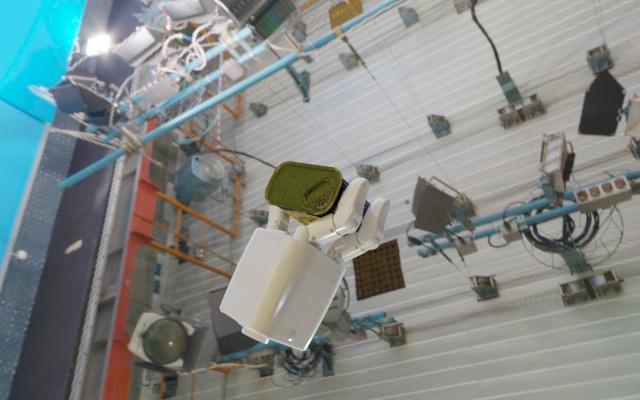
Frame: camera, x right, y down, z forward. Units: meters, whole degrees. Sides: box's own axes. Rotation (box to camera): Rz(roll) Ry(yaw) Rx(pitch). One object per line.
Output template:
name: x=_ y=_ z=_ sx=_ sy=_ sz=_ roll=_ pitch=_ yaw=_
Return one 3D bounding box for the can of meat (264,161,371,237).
can of meat: x=0.000 y=0.002 z=0.561 sx=0.102 sy=0.057 sz=0.084 roll=11 pitch=-19 yaw=39
